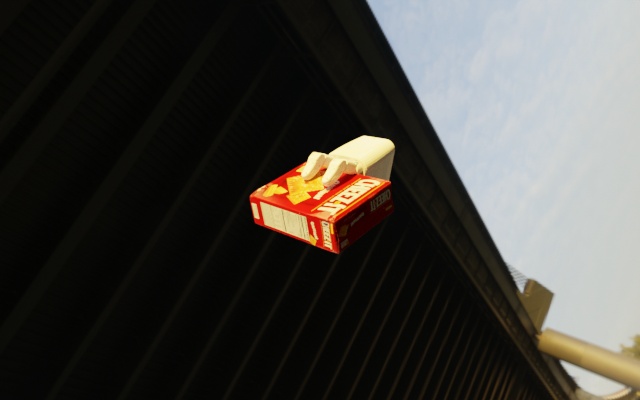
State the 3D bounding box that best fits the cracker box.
[{"bbox_3d":[0.000,0.003,0.884,0.213,0.072,0.164,16,37,40],"label":"cracker box"}]
